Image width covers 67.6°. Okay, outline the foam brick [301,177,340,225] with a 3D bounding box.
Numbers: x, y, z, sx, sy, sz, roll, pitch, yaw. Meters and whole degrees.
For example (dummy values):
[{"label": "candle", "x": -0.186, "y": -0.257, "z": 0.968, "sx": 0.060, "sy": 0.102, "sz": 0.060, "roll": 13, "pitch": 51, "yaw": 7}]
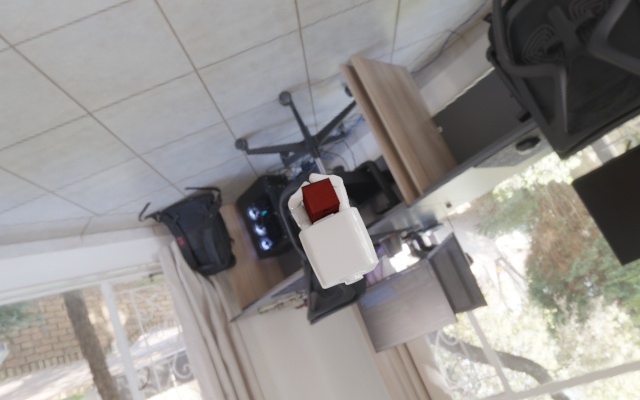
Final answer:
[{"label": "foam brick", "x": 0.000, "y": 0.003, "z": 0.831, "sx": 0.053, "sy": 0.051, "sz": 0.078, "roll": -21, "pitch": -17, "yaw": -6}]
